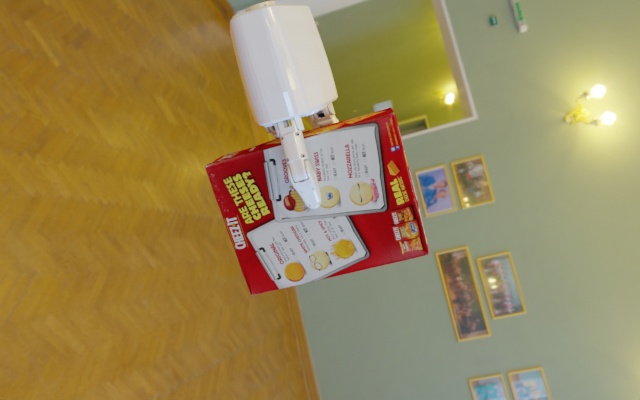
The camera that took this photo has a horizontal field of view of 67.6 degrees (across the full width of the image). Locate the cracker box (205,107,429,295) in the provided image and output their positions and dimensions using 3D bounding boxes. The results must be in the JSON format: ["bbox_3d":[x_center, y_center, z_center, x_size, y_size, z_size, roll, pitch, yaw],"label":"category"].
[{"bbox_3d":[0.000,0.002,0.552,0.214,0.164,0.072,-15,13,10],"label":"cracker box"}]
